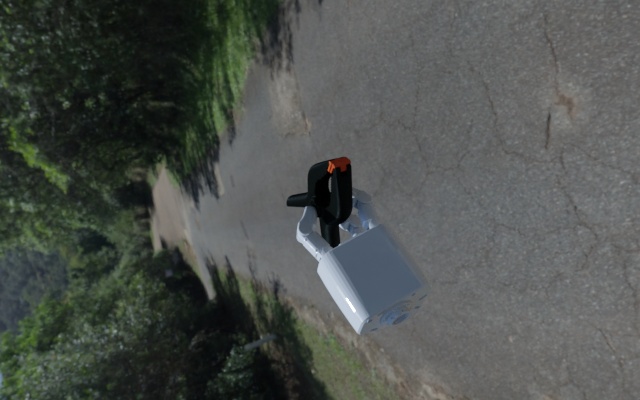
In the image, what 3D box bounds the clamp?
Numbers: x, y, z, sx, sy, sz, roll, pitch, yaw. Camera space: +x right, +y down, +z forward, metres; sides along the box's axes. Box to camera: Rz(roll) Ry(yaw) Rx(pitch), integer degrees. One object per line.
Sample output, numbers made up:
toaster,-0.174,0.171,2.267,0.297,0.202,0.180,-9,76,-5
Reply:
clamp,0.000,0.002,0.715,0.036,0.164,0.210,-20,-35,-26
